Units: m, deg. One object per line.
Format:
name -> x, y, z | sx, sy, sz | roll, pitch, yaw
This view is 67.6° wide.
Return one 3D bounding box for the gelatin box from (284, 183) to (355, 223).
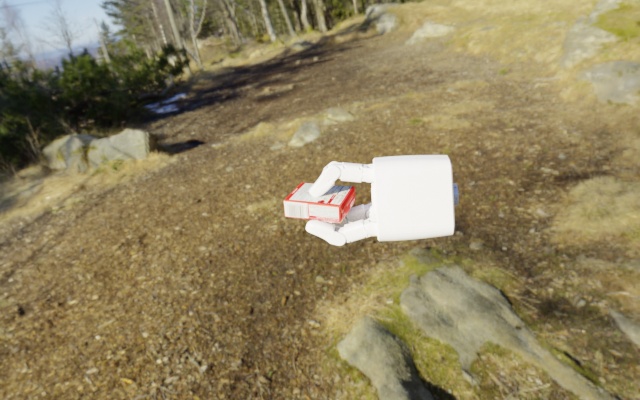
gelatin box -> 0.000, 0.002, 0.705 | 0.089, 0.030, 0.073 | 6, 25, 18
